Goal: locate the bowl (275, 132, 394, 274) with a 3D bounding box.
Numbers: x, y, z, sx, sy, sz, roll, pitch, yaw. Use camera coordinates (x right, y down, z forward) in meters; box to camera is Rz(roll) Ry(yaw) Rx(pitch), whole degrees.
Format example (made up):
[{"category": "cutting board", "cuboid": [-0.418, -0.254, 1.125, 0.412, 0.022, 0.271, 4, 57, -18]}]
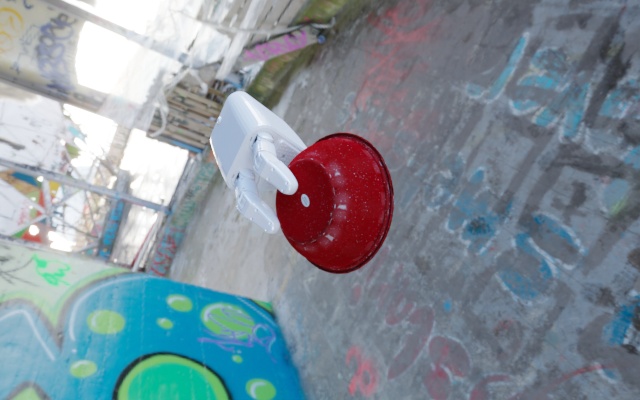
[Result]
[{"category": "bowl", "cuboid": [0.001, 0.002, 0.526, 0.162, 0.162, 0.055, 0, -2, 44]}]
